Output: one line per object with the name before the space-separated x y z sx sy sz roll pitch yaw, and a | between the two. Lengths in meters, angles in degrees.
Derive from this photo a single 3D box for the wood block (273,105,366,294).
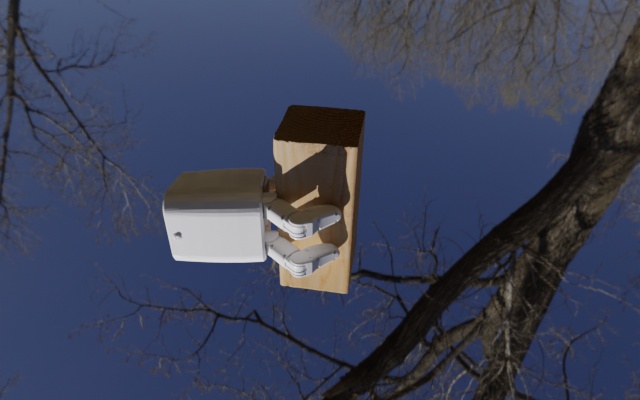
wood block | 0.000 0.002 0.570 0.090 0.206 0.090 6 36 6
